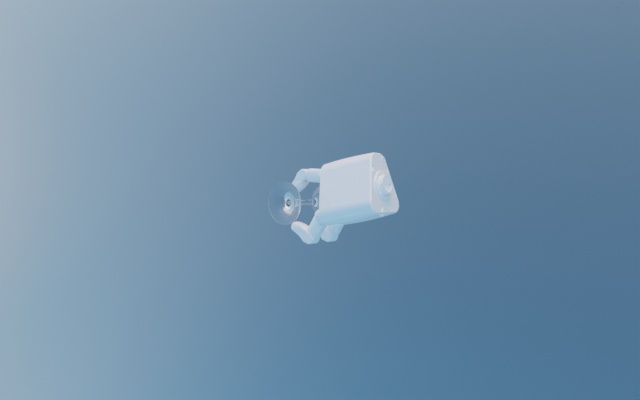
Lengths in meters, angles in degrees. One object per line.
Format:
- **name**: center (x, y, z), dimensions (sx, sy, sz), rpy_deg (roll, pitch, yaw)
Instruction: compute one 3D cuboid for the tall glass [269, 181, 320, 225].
- **tall glass**: center (0.000, 0.003, 0.891), dimensions (0.079, 0.079, 0.201), rpy_deg (0, 1, 38)
